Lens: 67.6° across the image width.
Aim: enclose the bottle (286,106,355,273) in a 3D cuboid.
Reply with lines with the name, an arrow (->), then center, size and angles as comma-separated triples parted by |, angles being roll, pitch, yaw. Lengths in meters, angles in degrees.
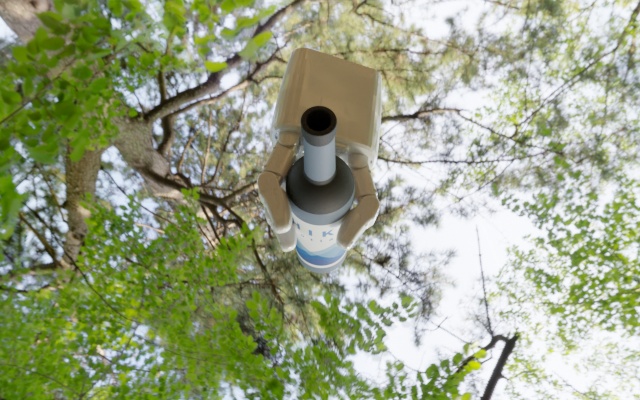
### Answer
bottle -> 0.000, 0.002, 0.489 | 0.069, 0.069, 0.296 | 0, -25, 1
